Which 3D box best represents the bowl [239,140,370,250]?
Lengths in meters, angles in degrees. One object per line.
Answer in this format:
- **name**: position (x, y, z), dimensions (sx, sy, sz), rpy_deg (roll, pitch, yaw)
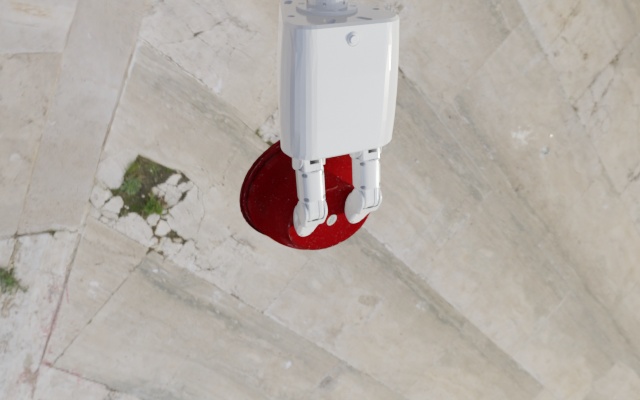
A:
- **bowl**: position (0.000, 0.003, 0.502), dimensions (0.162, 0.162, 0.055), rpy_deg (0, 42, -31)
